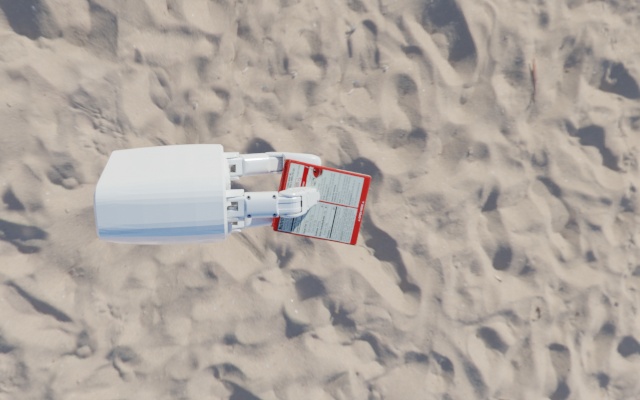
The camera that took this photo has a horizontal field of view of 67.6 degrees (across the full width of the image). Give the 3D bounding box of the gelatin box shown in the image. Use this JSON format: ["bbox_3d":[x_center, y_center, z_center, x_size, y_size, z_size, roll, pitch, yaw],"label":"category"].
[{"bbox_3d":[0.000,0.002,0.487,0.089,0.073,0.030,11,4,-11],"label":"gelatin box"}]
